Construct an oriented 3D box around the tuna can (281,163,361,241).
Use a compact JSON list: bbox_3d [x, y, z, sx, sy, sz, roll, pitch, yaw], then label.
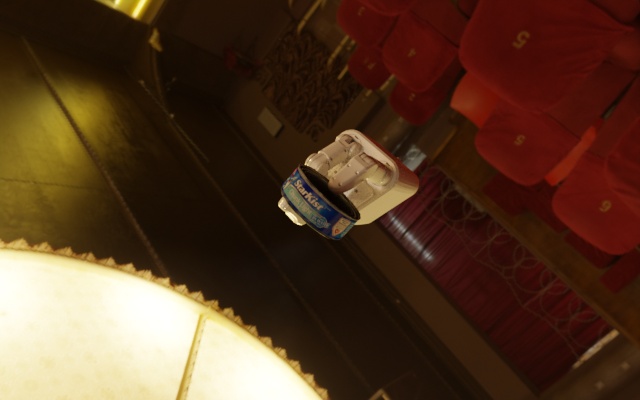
[{"bbox_3d":[0.000,0.002,0.504,0.086,0.034,0.086,40,13,-11],"label":"tuna can"}]
